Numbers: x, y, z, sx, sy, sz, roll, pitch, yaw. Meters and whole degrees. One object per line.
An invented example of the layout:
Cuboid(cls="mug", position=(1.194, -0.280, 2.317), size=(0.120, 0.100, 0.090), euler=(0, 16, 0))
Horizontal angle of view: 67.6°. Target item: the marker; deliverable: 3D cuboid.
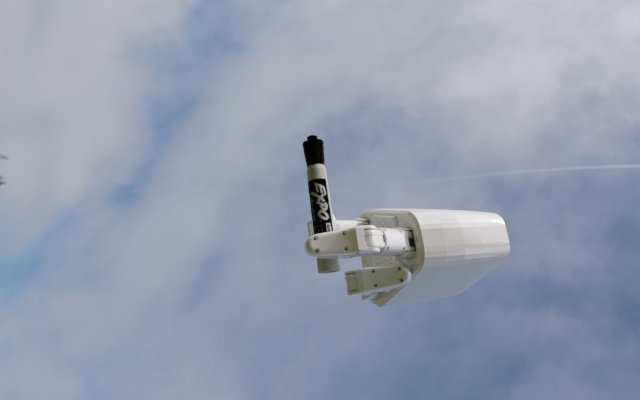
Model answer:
Cuboid(cls="marker", position=(0.000, 0.001, 0.410), size=(0.020, 0.121, 0.020), euler=(-7, -14, -2))
